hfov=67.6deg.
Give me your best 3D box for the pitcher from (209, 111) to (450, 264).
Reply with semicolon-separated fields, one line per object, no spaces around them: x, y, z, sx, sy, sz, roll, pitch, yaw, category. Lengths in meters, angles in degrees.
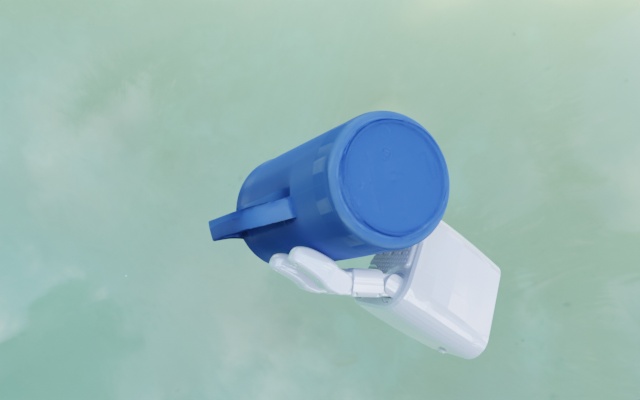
0.000;0.002;0.459;0.145;0.149;0.243;35;-19;-15;pitcher
